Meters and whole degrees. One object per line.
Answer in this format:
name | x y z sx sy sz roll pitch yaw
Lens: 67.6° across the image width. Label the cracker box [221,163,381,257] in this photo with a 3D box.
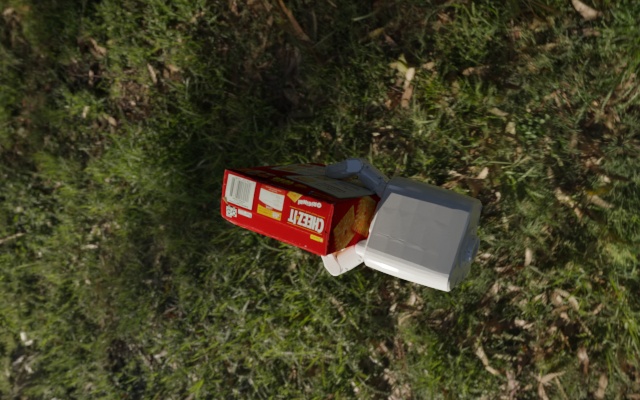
cracker box | 0.000 0.002 0.640 0.164 0.072 0.213 17 14 30
